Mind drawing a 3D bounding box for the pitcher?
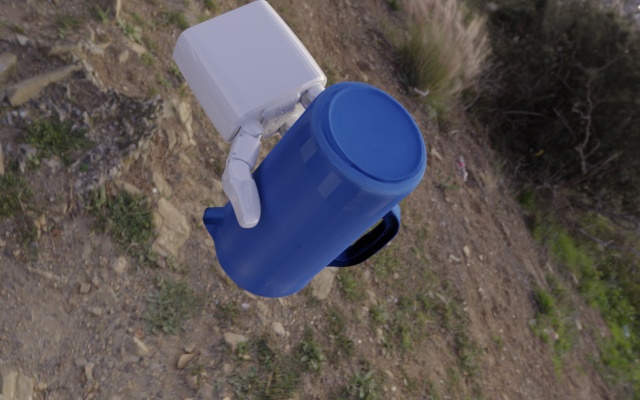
[{"bbox_3d":[0.000,0.001,0.472,0.149,0.145,0.243,-27,-11,-37],"label":"pitcher"}]
